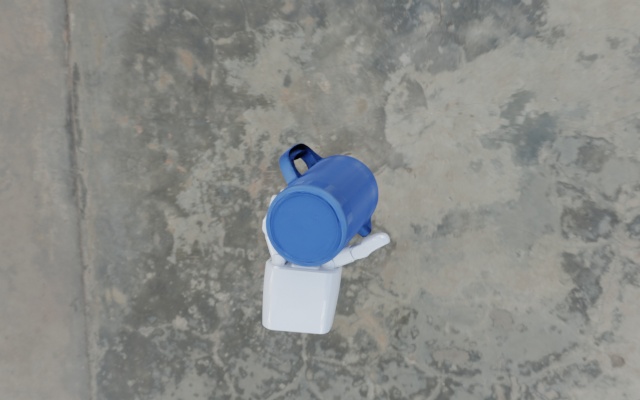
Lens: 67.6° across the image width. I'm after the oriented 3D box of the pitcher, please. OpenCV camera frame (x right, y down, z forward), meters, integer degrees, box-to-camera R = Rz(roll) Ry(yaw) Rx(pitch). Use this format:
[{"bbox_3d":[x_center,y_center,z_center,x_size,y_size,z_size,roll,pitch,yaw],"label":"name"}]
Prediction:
[{"bbox_3d":[0.000,0.003,0.707,0.149,0.145,0.243,11,13,11],"label":"pitcher"}]
